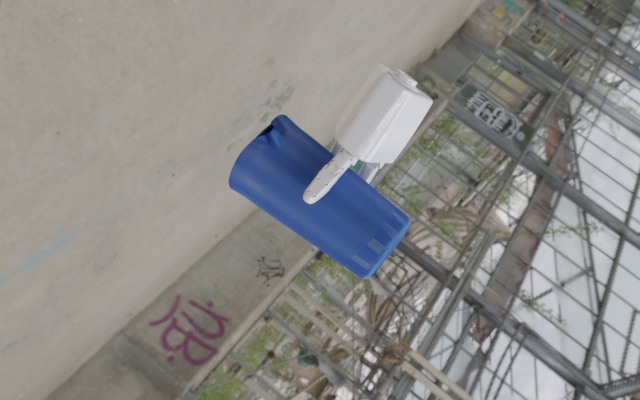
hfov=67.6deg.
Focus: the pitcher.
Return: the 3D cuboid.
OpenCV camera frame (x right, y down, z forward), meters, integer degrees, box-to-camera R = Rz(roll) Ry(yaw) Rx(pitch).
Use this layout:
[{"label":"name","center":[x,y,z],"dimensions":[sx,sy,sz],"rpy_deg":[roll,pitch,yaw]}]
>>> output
[{"label":"pitcher","center":[0.000,0.002,0.687],"dimensions":[0.243,0.145,0.149],"rpy_deg":[37,21,8]}]
